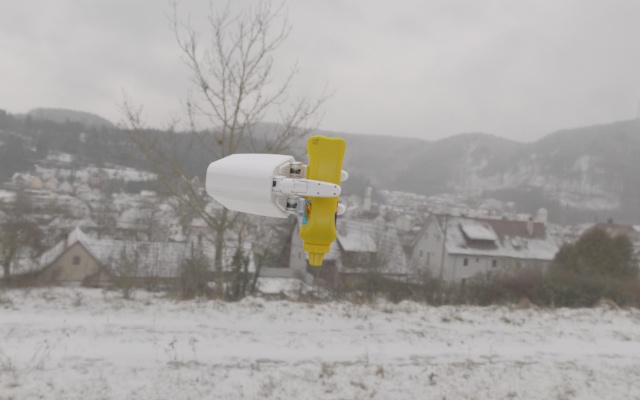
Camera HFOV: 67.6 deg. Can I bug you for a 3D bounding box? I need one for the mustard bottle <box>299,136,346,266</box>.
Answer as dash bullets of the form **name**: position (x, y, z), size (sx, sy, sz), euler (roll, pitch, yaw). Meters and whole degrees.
- **mustard bottle**: position (0.000, 0.002, 0.721), size (0.058, 0.191, 0.096), euler (6, 0, -8)
